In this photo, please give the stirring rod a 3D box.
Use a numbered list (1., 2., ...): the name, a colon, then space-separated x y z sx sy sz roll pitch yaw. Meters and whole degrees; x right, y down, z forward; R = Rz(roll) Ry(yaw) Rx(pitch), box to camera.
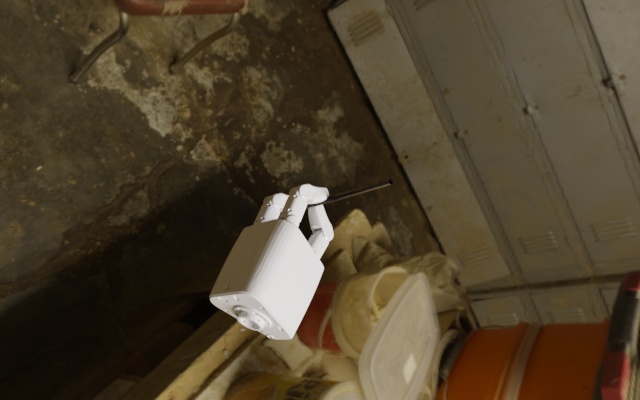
1. stirring rod: 0.000 0.002 0.656 0.239 0.011 0.011 -17 -11 43
